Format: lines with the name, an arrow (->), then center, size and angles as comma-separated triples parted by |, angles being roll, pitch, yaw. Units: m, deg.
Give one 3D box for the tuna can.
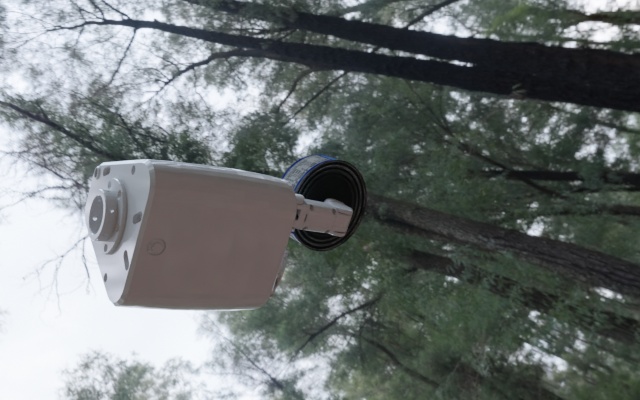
tuna can -> 0.000, 0.001, 0.442 | 0.086, 0.086, 0.033 | 0, 15, -38
